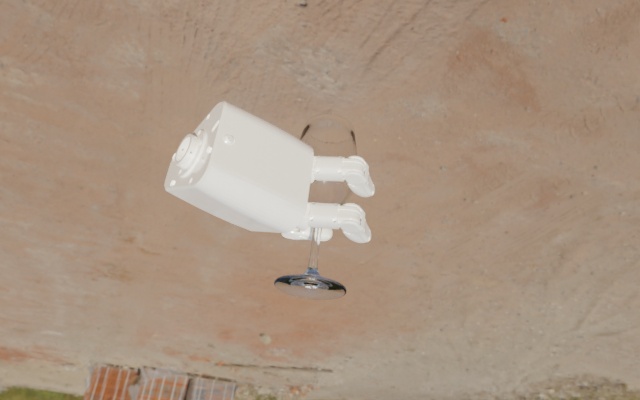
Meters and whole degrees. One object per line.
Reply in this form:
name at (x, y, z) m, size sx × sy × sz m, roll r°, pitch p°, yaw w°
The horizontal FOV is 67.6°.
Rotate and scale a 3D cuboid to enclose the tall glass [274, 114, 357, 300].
tall glass at (0.000, 0.002, 0.530) m, size 0.079 × 0.201 × 0.079 m, roll 6°, pitch -28°, yaw 3°
